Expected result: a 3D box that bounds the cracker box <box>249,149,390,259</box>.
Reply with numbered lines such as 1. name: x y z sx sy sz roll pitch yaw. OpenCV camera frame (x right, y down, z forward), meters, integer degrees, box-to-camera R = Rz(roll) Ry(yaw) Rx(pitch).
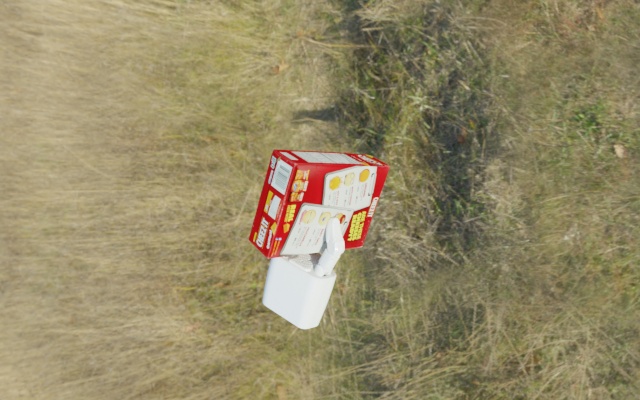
1. cracker box: 0.000 0.003 0.799 0.213 0.164 0.072 -3 28 -42
